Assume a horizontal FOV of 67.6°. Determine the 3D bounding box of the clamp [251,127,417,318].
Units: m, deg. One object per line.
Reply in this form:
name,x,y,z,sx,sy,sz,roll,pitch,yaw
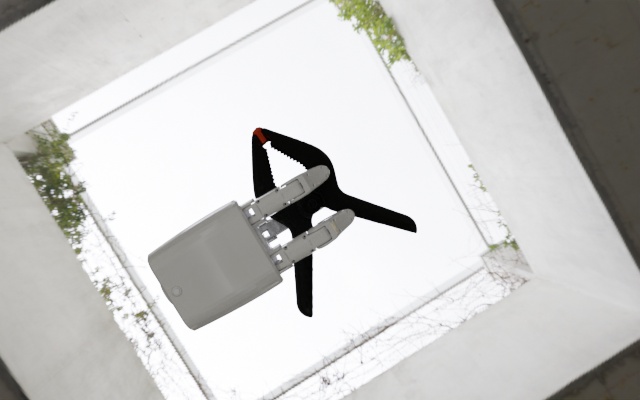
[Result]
clamp,-0.001,0.001,0.534,0.164,0.210,0.036,-31,4,-8
